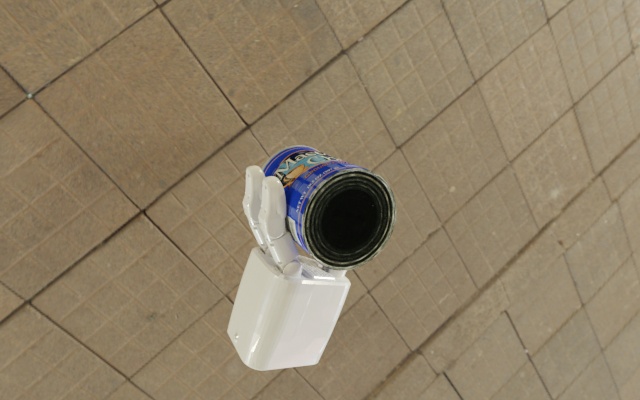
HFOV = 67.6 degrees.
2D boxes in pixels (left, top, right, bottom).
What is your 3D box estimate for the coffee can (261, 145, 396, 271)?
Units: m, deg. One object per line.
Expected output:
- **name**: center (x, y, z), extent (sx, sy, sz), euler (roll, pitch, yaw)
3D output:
- **coffee can**: center (0.000, 0.001, 0.516), extent (0.103, 0.103, 0.140), euler (0, 15, -26)
